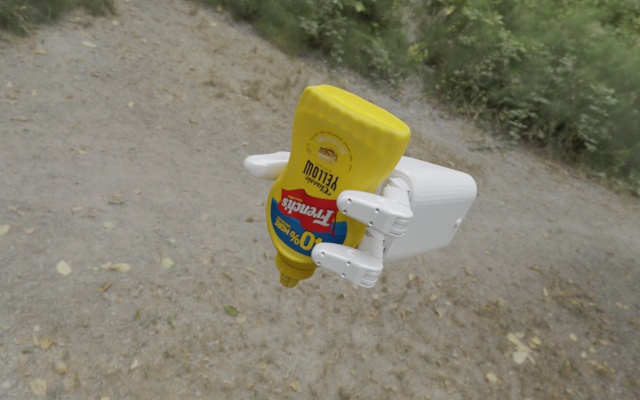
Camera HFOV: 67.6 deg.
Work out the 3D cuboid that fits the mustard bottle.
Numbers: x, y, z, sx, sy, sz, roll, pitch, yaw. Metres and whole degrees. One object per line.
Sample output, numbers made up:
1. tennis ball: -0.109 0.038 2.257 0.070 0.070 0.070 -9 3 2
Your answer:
1. mustard bottle: 0.000 0.001 0.432 0.096 0.192 0.058 31 27 17
